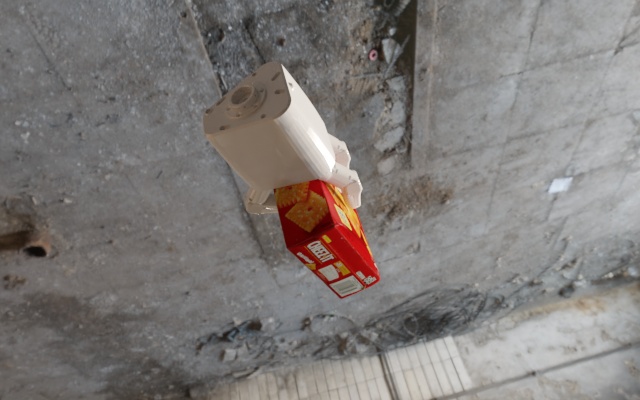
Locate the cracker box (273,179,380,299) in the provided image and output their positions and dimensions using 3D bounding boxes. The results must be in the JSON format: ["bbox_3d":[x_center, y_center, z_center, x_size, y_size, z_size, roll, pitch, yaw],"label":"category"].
[{"bbox_3d":[0.000,0.002,0.647,0.072,0.213,0.164,-25,-40,12],"label":"cracker box"}]
